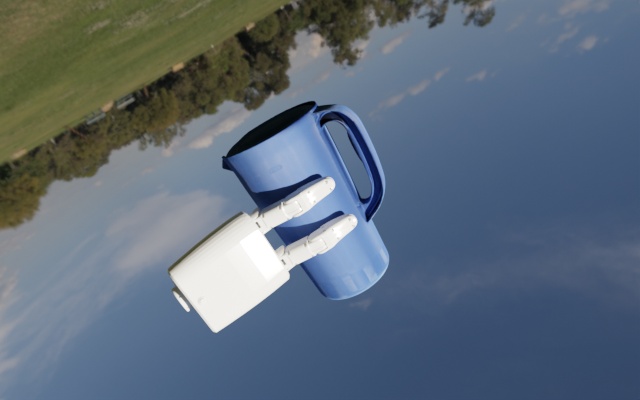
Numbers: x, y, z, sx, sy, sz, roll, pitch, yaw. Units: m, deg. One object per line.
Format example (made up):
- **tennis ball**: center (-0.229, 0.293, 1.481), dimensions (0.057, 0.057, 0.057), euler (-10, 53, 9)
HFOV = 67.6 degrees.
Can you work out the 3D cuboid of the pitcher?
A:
- **pitcher**: center (0.000, 0.002, 0.611), dimensions (0.145, 0.243, 0.149), euler (-38, 20, -19)
